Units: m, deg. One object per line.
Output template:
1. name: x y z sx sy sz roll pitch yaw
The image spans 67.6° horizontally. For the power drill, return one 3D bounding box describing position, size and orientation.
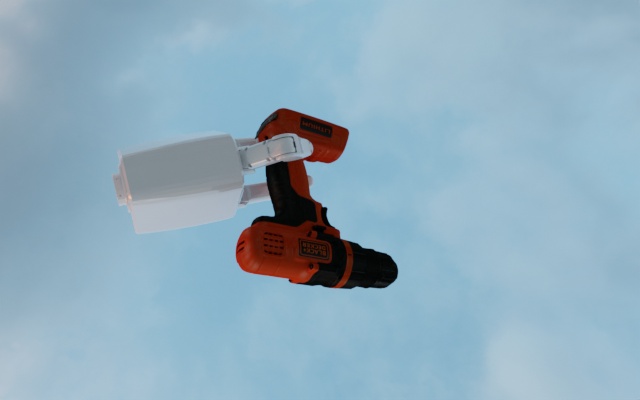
1. power drill: 0.000 0.001 0.515 0.184 0.187 0.057 14 -34 -31
